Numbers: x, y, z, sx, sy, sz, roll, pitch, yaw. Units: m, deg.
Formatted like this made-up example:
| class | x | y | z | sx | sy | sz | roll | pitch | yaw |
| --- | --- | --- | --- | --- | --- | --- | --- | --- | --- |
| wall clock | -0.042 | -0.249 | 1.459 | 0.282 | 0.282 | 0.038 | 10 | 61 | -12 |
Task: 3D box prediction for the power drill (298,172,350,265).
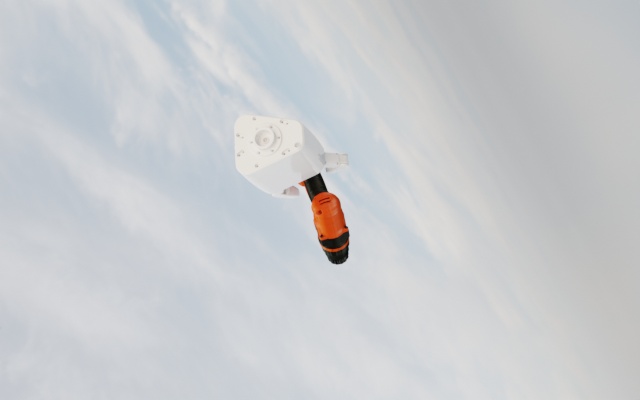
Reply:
| class | x | y | z | sx | sy | sz | roll | pitch | yaw |
| --- | --- | --- | --- | --- | --- | --- | --- | --- | --- |
| power drill | 0.000 | 0.002 | 0.828 | 0.057 | 0.187 | 0.185 | -20 | -36 | -6 |
